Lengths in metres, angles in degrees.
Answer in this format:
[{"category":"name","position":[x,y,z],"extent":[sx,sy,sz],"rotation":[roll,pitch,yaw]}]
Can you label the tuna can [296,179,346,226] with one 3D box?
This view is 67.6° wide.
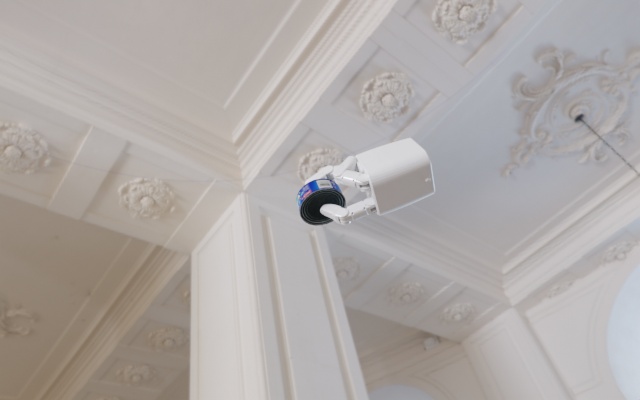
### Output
[{"category":"tuna can","position":[0.000,0.002,0.859],"extent":[0.086,0.086,0.033],"rotation":[0,39,-21]}]
